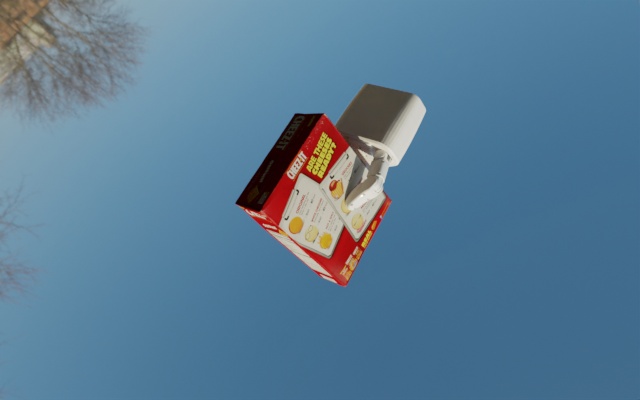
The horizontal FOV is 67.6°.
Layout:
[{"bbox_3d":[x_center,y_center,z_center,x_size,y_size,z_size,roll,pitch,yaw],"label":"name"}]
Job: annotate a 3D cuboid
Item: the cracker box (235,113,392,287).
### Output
[{"bbox_3d":[0.000,0.002,0.704,0.072,0.164,0.214,12,-26,45],"label":"cracker box"}]
